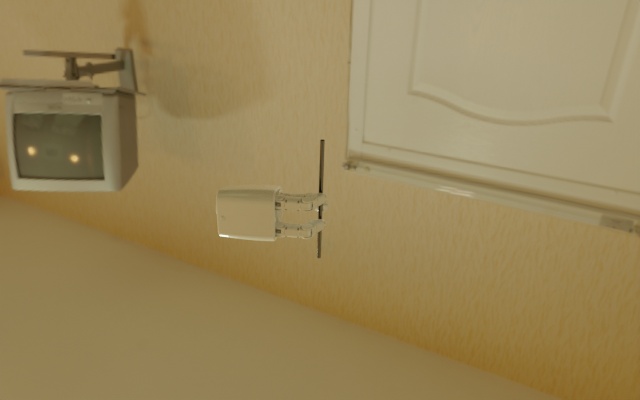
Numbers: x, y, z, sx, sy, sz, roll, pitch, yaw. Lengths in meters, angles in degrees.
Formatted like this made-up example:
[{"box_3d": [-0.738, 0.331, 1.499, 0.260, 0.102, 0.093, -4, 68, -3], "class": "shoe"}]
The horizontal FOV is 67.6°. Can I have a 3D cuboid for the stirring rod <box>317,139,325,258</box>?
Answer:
[{"box_3d": [0.000, 0.003, 0.891, 0.011, 0.240, 0.011, 1, 25, -1], "class": "stirring rod"}]
